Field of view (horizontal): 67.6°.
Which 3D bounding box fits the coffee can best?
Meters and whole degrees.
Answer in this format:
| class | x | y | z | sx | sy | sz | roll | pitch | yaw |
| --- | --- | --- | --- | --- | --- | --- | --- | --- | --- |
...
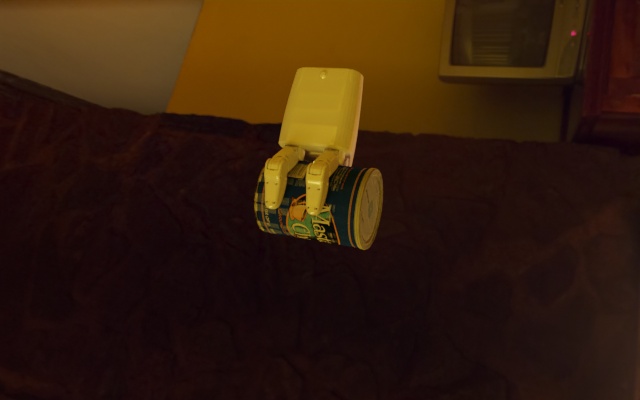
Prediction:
| class | x | y | z | sx | sy | sz | roll | pitch | yaw |
| --- | --- | --- | --- | --- | --- | --- | --- | --- | --- |
| coffee can | 0.000 | 0.002 | 0.620 | 0.140 | 0.103 | 0.103 | 8 | 3 | 21 |
